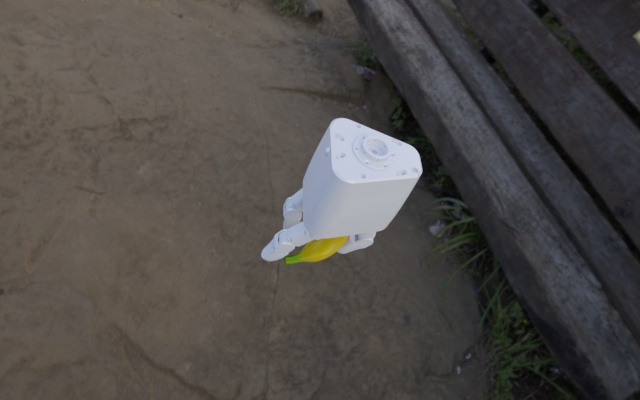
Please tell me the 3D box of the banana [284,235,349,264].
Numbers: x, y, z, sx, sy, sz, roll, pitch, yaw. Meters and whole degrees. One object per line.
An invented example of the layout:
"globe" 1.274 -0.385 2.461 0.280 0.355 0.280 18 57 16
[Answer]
"banana" 0.016 0.012 0.656 0.069 0.197 0.037 22 -38 2
